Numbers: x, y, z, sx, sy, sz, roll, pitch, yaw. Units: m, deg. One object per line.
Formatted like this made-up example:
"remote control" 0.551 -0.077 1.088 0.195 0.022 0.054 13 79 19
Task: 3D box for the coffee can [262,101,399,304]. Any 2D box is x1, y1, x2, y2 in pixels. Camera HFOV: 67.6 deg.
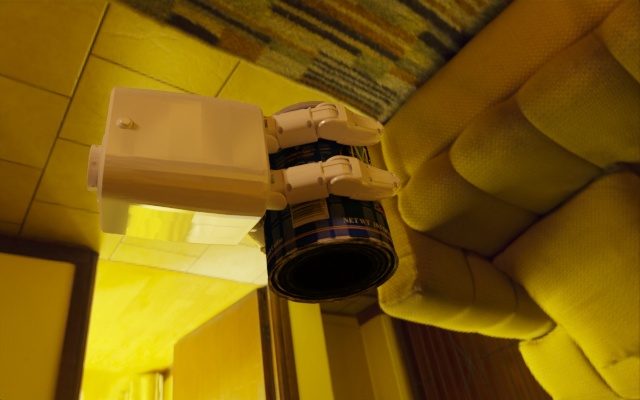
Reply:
"coffee can" 0.000 0.001 0.406 0.103 0.140 0.103 -7 -35 -5
